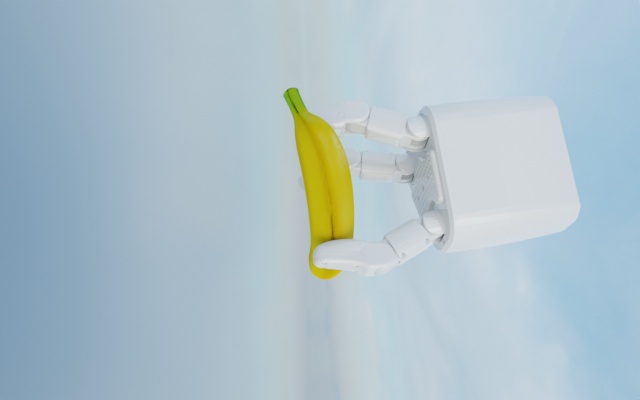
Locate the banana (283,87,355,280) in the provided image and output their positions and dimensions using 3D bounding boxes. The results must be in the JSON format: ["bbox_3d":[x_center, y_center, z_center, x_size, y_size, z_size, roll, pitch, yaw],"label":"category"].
[{"bbox_3d":[0.005,0.010,0.390,0.037,0.198,0.069,-13,39,-9],"label":"banana"}]
